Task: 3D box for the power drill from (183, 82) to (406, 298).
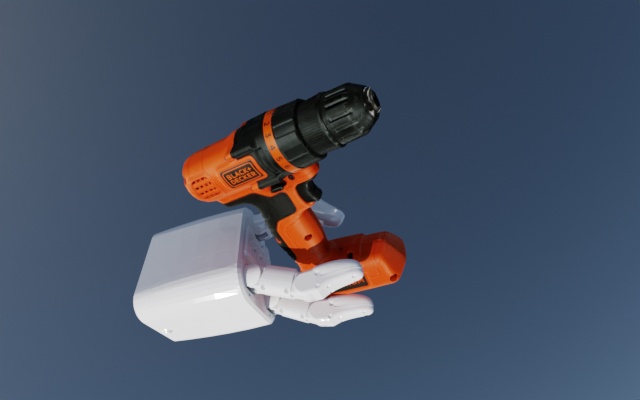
[{"bbox_3d":[0.000,0.002,0.413,0.184,0.188,0.057,-18,34,31],"label":"power drill"}]
